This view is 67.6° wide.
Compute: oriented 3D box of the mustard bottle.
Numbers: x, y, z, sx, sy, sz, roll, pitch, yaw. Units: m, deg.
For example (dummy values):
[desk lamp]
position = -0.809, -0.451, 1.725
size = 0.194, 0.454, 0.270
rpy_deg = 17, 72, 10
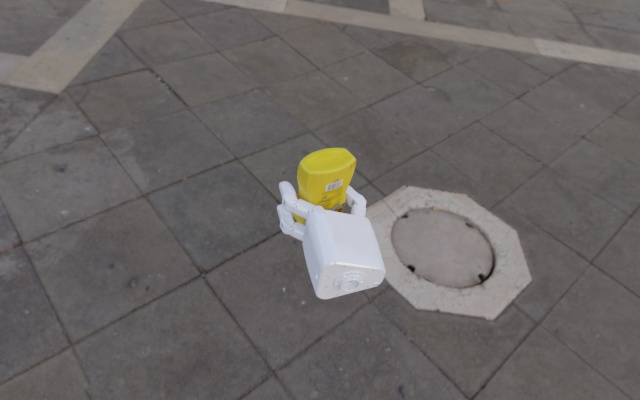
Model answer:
[mustard bottle]
position = 0.000, 0.002, 0.822
size = 0.096, 0.192, 0.058
rpy_deg = -21, 52, -29
